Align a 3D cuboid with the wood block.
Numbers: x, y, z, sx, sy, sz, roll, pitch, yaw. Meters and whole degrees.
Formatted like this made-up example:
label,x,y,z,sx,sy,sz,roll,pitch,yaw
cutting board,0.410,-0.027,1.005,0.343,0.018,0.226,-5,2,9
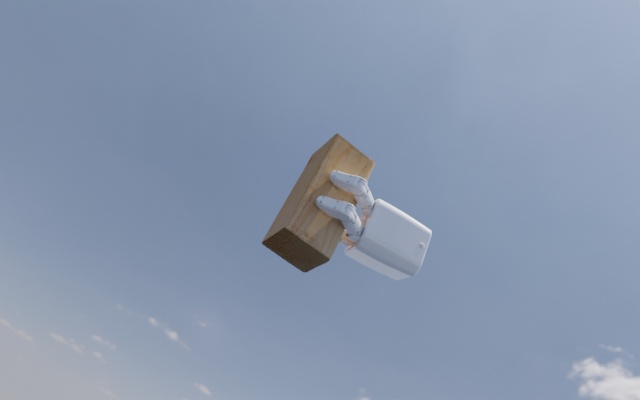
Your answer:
label,x,y,z,sx,sy,sz,roll,pitch,yaw
wood block,0.000,0.003,0.789,0.090,0.206,0.091,36,-35,-13
